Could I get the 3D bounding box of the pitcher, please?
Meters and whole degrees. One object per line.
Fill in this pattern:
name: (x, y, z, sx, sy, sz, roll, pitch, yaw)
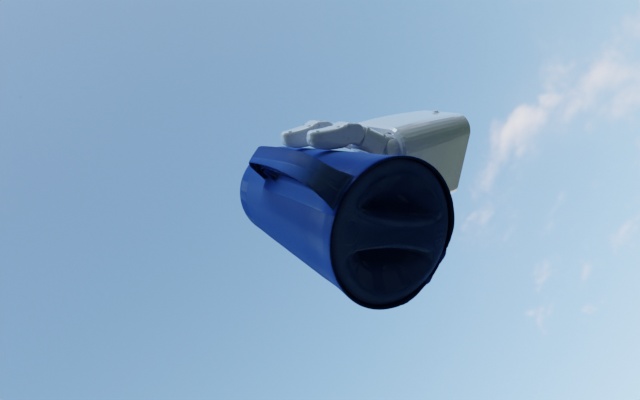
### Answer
pitcher: (0.000, 0.002, 0.491, 0.145, 0.149, 0.243, -17, 19, -27)
